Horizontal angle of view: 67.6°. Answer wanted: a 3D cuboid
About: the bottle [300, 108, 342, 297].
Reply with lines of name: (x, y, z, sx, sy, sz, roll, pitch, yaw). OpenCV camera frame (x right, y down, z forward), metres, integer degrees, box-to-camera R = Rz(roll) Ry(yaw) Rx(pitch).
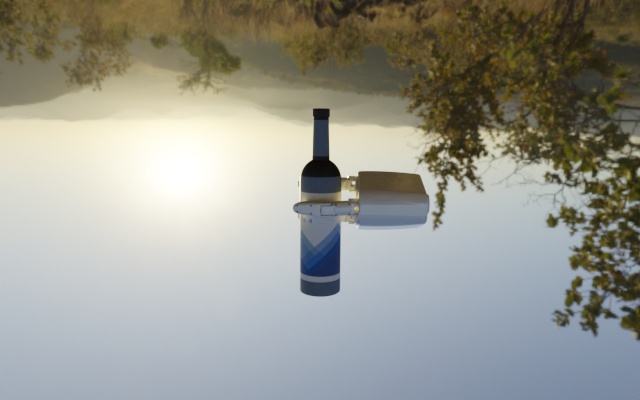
bottle: (0.000, 0.003, 0.765, 0.069, 0.296, 0.069, 0, 9, 0)
